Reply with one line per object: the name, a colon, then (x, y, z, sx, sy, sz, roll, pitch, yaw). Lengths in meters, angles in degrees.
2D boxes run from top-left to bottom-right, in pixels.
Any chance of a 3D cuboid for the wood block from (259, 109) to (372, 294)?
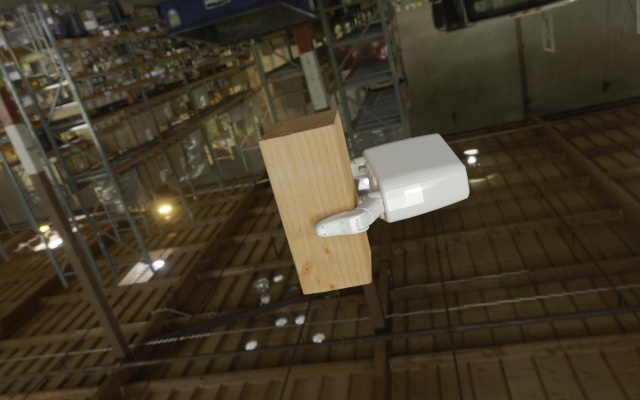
wood block: (0.000, 0.002, 0.603, 0.090, 0.206, 0.090, -11, 20, 10)
